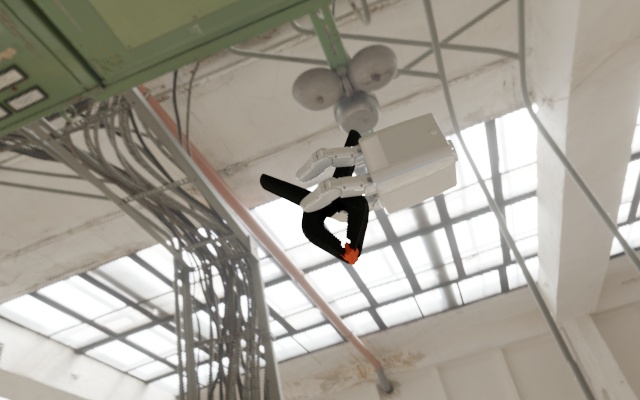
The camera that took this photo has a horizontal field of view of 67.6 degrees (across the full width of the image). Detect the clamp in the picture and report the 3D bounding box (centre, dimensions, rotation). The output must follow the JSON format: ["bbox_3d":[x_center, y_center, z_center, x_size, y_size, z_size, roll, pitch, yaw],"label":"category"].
[{"bbox_3d":[0.001,0.003,0.655,0.164,0.209,0.036,-22,-41,9],"label":"clamp"}]
